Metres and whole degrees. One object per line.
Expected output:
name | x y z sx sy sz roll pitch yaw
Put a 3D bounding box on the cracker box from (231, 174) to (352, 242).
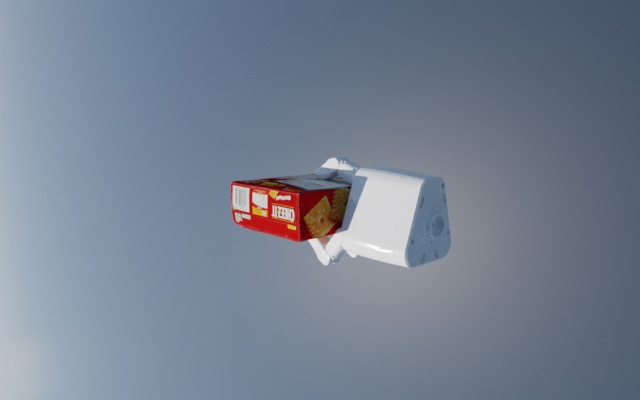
cracker box | 0.000 0.002 0.711 0.213 0.072 0.164 -8 12 -41
